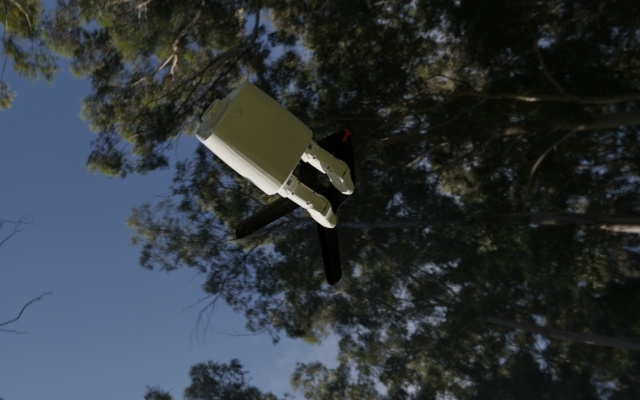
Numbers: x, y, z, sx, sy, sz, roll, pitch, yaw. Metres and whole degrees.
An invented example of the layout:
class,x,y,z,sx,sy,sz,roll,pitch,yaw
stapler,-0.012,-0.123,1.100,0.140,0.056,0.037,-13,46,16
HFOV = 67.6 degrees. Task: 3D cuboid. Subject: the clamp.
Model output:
class,x,y,z,sx,sy,sz,roll,pitch,yaw
clamp,0.000,0.002,0.653,0.164,0.210,0.036,38,-20,-25
